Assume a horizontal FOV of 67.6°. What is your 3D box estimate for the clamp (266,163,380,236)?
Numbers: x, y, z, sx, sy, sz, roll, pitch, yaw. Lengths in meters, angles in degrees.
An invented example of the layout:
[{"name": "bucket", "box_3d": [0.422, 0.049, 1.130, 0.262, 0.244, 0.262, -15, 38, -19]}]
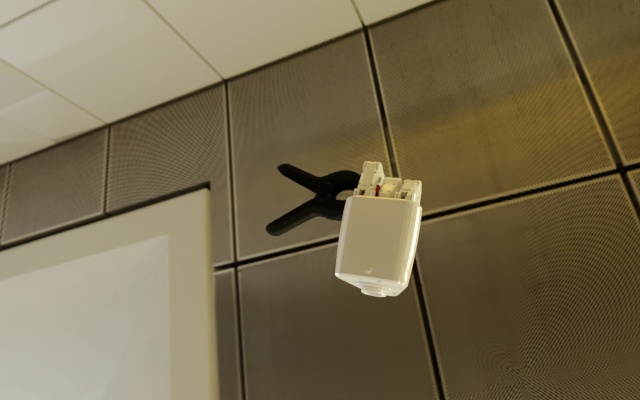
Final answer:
[{"name": "clamp", "box_3d": [0.000, 0.002, 0.688, 0.171, 0.120, 0.039, 4, -23, 24]}]
